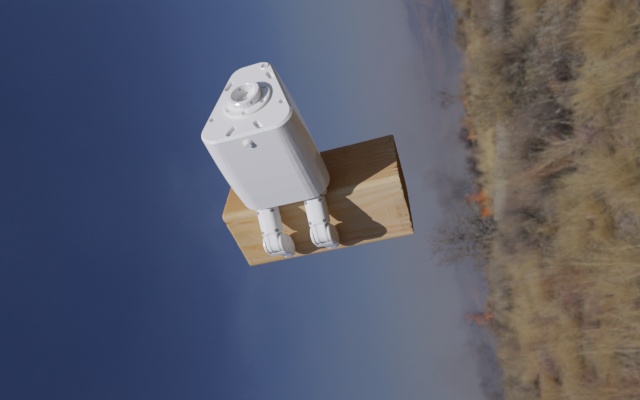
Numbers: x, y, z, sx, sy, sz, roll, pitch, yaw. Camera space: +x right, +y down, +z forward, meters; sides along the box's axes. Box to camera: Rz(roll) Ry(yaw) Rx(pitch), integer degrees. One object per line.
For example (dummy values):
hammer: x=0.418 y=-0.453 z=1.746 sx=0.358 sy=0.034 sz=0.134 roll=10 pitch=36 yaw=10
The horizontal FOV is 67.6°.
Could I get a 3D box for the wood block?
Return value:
wood block: x=0.000 y=0.001 z=0.582 sx=0.206 sy=0.090 sz=0.090 roll=-12 pitch=38 yaw=13
